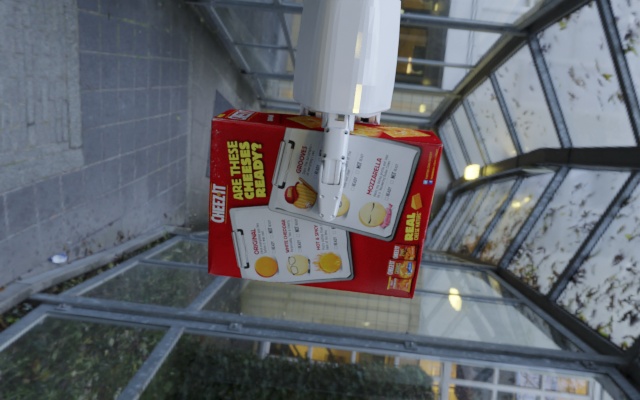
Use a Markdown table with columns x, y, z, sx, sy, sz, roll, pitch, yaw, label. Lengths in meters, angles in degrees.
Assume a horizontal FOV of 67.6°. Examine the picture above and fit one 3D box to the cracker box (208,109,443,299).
| x | y | z | sx | sy | sz | roll | pitch | yaw | label |
| --- | --- | --- | --- | --- | --- | --- | --- | --- | --- |
| 0.000 | 0.002 | 0.487 | 0.214 | 0.164 | 0.072 | 7 | 19 | 2 | cracker box |
